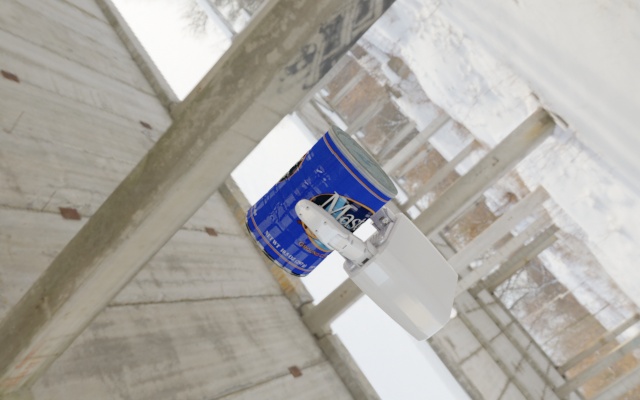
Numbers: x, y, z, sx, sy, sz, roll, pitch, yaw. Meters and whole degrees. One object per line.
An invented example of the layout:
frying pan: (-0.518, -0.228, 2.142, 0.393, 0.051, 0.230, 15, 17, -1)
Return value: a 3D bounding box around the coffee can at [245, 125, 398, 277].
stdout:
coffee can: (0.000, 0.002, 0.531, 0.140, 0.103, 0.103, -44, -14, 15)
